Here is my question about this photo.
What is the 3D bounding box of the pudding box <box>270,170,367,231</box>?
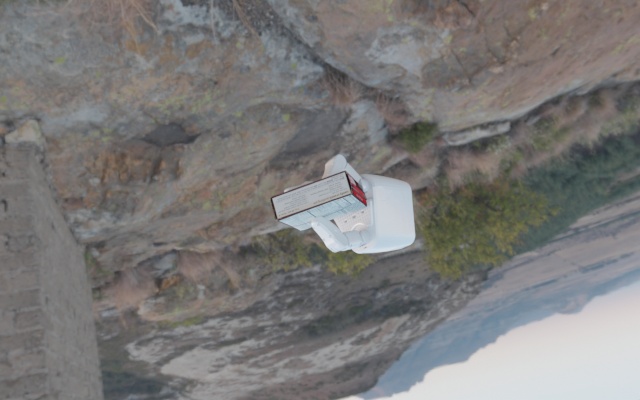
[{"bbox_3d":[0.000,0.002,0.658,0.113,0.039,0.090,-21,-18,13],"label":"pudding box"}]
